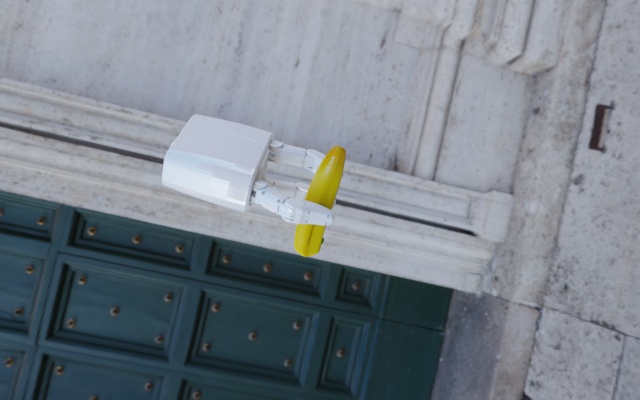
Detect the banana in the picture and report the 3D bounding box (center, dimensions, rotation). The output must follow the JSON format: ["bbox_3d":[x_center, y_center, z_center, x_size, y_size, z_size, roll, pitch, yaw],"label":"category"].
[{"bbox_3d":[-0.006,0.017,0.605,0.037,0.069,0.198,19,-39,4],"label":"banana"}]
